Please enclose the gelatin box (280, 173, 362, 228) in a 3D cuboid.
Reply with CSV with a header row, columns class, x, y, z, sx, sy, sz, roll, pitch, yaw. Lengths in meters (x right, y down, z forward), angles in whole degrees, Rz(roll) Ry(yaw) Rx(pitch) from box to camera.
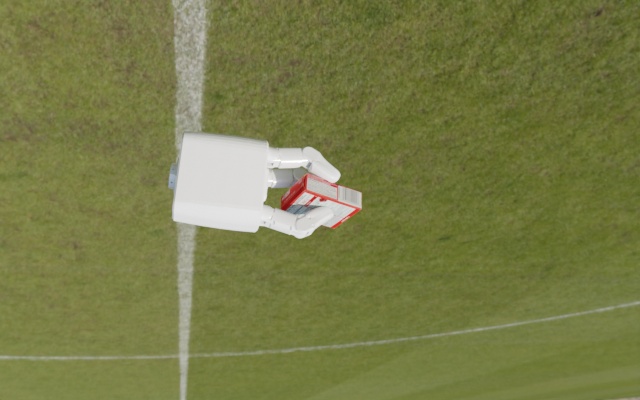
class,x,y,z,sx,sy,sz,roll,pitch,yaw
gelatin box,0.000,0.003,0.646,0.089,0.030,0.073,18,-32,-23
